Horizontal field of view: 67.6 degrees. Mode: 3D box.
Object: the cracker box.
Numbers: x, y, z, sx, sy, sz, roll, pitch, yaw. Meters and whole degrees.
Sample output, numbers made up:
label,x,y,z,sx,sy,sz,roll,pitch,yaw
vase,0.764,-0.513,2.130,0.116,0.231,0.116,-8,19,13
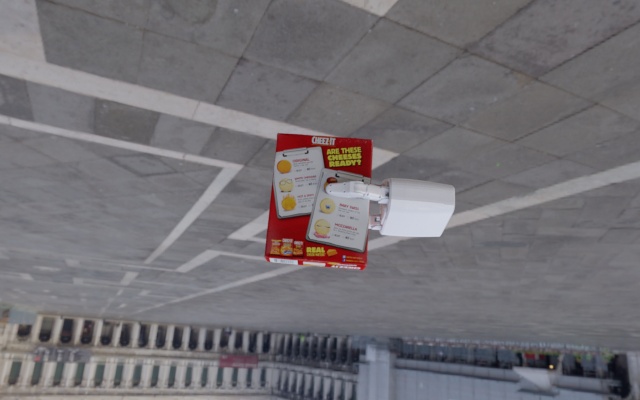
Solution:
label,x,y,z,sx,sy,sz,roll,pitch,yaw
cracker box,0.000,0.003,0.800,0.164,0.213,0.072,4,-16,0
